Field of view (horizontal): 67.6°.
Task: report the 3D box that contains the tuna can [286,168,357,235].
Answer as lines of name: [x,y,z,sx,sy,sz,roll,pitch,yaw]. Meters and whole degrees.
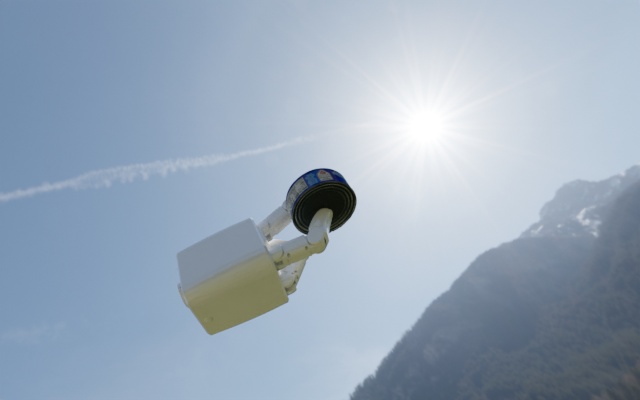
tuna can: [0.000,0.002,0.603,0.086,0.086,0.033,0,37,-26]
